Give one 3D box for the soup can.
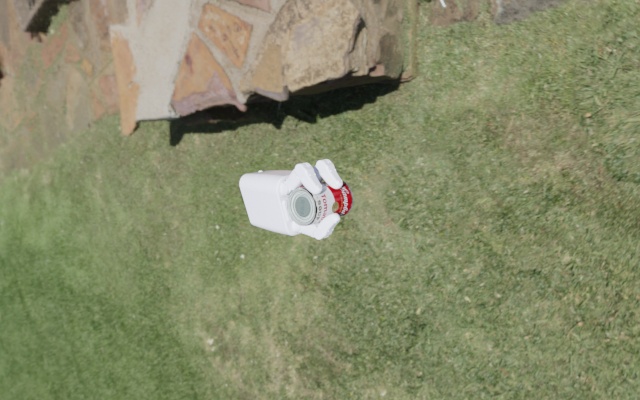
[{"bbox_3d":[0.000,0.003,0.834,0.068,0.068,0.102,0,9,41],"label":"soup can"}]
